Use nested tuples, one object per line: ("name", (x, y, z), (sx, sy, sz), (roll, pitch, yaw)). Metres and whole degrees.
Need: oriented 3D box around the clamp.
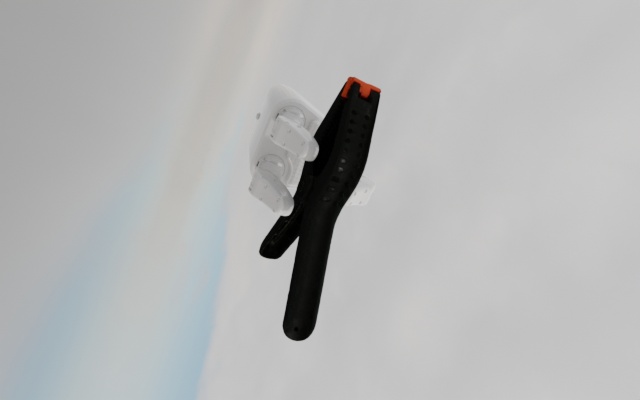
("clamp", (0.001, 0.001, 0.409), (0.036, 0.210, 0.164), (18, 19, -21))
